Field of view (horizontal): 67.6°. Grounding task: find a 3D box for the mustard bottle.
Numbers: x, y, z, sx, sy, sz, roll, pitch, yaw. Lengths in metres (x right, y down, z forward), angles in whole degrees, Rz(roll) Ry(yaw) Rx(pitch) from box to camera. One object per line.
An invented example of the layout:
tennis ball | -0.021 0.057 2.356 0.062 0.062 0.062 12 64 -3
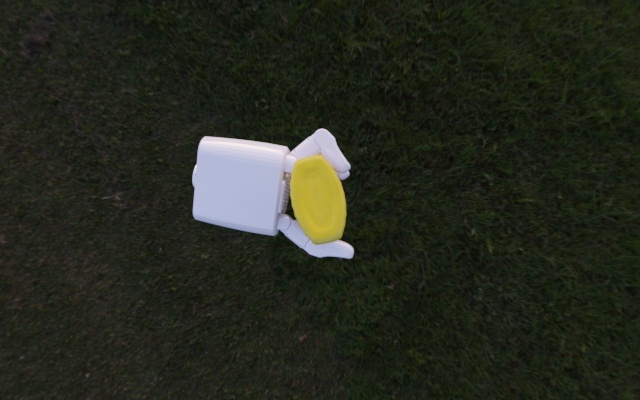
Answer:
mustard bottle | 0.000 0.002 0.599 0.058 0.096 0.191 -15 -2 1
